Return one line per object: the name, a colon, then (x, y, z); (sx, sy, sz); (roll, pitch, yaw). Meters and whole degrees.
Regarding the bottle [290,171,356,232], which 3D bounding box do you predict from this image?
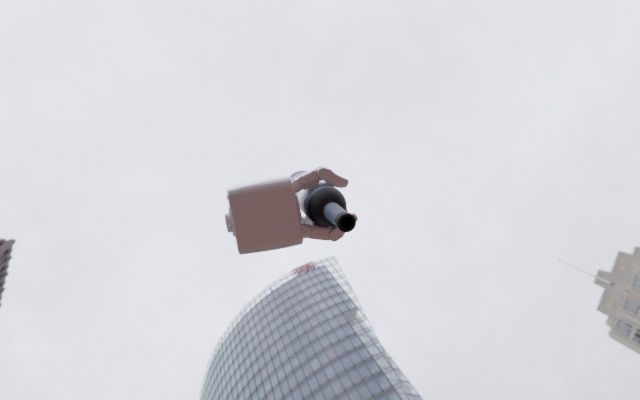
bottle: (0.000, 0.003, 0.804); (0.069, 0.069, 0.295); (0, 11, -15)
